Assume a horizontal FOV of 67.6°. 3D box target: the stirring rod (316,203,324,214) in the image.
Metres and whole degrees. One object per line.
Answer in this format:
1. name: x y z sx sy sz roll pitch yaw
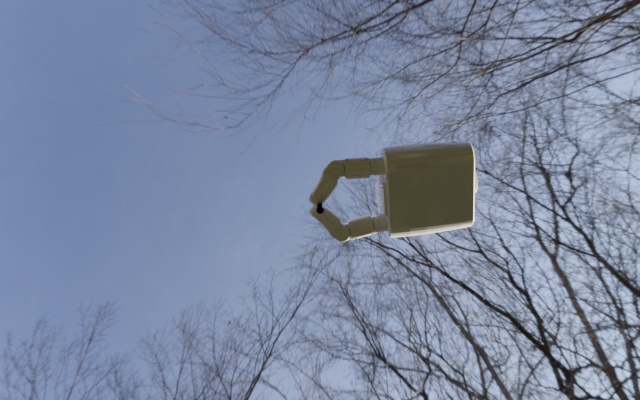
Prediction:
1. stirring rod: 0.000 0.002 0.629 0.011 0.011 0.239 0 4 0
